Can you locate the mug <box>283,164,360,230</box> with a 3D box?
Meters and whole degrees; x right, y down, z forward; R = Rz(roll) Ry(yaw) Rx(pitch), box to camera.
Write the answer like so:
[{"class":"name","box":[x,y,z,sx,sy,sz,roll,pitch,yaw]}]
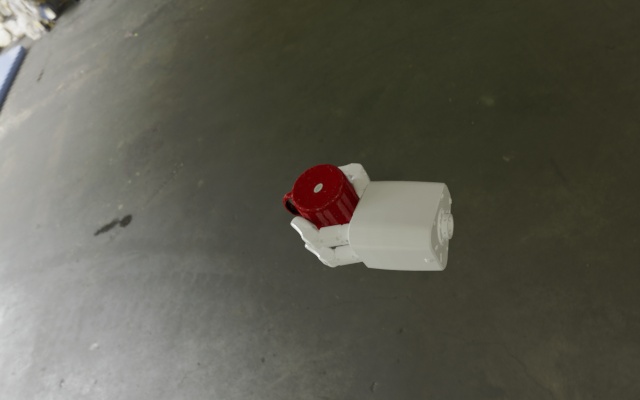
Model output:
[{"class":"mug","box":[-0.001,0.002,0.685,0.117,0.093,0.081,-1,-33,27]}]
